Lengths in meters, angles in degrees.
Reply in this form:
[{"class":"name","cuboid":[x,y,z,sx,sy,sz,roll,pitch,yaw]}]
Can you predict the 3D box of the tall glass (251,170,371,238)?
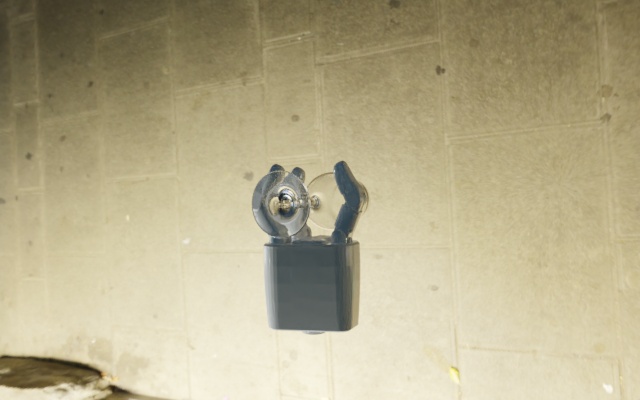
[{"class":"tall glass","cuboid":[0.000,0.002,0.606,0.079,0.079,0.201,0,2,27]}]
